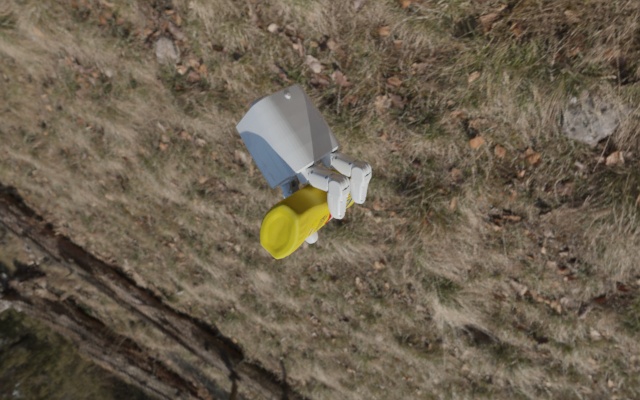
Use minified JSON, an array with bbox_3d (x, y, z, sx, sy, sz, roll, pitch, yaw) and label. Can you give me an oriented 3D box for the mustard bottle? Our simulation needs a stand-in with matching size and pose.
[{"bbox_3d":[0.000,0.003,0.672,0.058,0.096,0.191,41,44,13],"label":"mustard bottle"}]
